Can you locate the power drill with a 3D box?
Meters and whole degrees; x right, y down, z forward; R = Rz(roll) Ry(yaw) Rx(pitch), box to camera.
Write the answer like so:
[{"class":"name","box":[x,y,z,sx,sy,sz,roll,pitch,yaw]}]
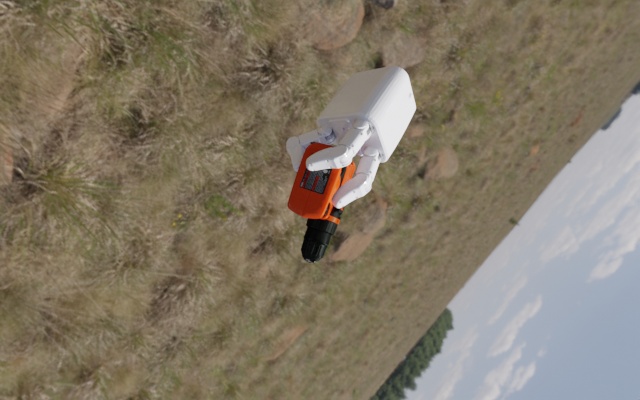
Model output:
[{"class":"power drill","box":[0.000,0.002,0.726,0.057,0.184,0.188,16,-8,9]}]
